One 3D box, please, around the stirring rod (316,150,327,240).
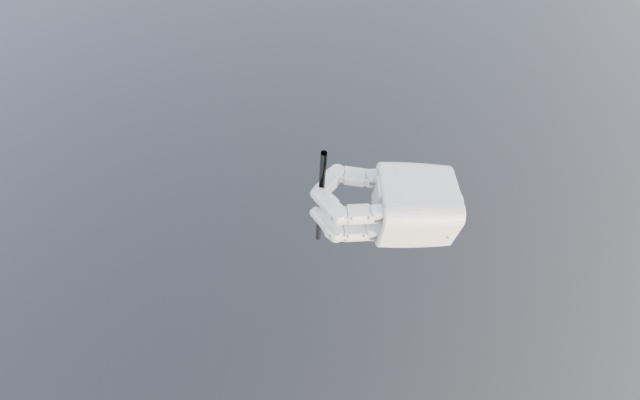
[{"bbox_3d":[0.000,0.002,0.665,0.011,0.011,0.240,0,-29,-2],"label":"stirring rod"}]
